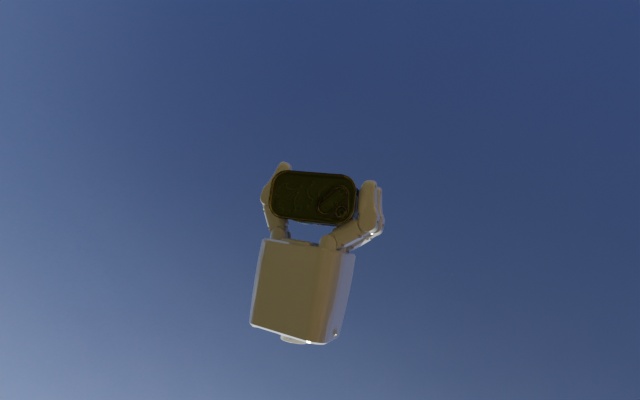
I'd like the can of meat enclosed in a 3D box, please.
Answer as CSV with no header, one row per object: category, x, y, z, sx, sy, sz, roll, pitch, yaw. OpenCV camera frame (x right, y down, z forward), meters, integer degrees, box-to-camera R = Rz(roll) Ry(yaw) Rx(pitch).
can of meat,0.000,0.002,0.580,0.102,0.057,0.084,5,-8,16
